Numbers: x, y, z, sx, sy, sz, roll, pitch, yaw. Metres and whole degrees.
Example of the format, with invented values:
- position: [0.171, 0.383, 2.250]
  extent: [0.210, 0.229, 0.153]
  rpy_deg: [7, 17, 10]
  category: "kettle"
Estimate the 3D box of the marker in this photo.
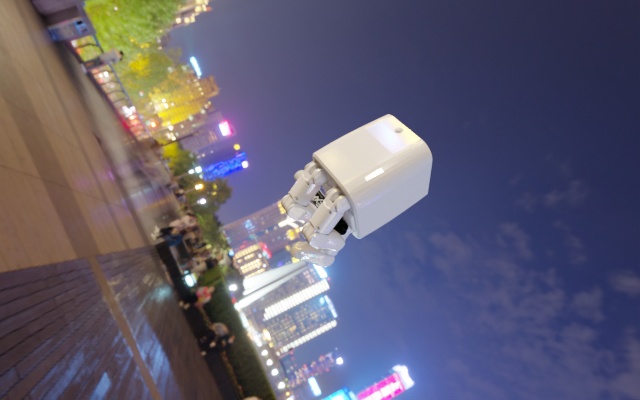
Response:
- position: [0.000, 0.002, 0.593]
  extent: [0.020, 0.020, 0.121]
  rpy_deg: [0, 35, -33]
  category: "marker"
